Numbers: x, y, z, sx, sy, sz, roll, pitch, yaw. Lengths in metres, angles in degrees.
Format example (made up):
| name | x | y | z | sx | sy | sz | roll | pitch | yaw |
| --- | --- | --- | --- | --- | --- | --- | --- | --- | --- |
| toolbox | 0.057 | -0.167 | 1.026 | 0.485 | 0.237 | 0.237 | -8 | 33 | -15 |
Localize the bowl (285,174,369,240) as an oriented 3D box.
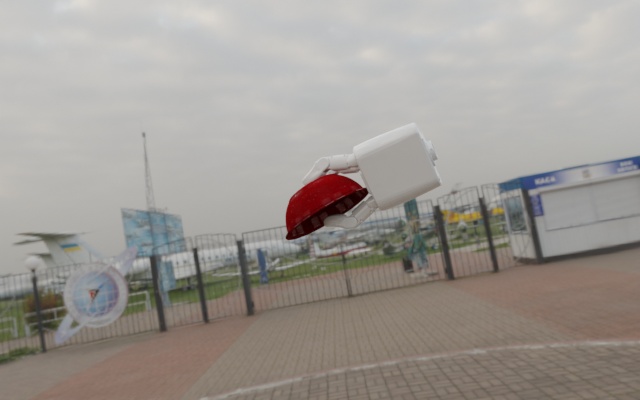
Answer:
| name | x | y | z | sx | sy | sz | roll | pitch | yaw |
| --- | --- | --- | --- | --- | --- | --- | --- | --- | --- |
| bowl | -0.001 | 0.003 | 0.798 | 0.162 | 0.055 | 0.162 | -30 | -12 | -7 |
